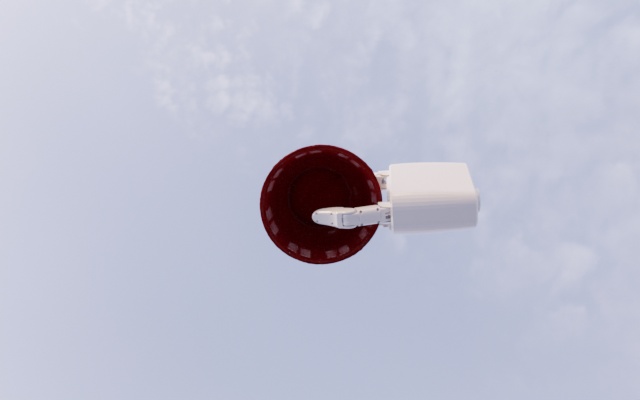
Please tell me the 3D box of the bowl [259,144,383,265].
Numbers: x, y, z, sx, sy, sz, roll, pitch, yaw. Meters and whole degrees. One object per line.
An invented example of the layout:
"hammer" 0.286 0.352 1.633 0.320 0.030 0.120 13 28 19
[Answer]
"bowl" -0.001 0.002 0.647 0.162 0.162 0.055 0 13 -3
